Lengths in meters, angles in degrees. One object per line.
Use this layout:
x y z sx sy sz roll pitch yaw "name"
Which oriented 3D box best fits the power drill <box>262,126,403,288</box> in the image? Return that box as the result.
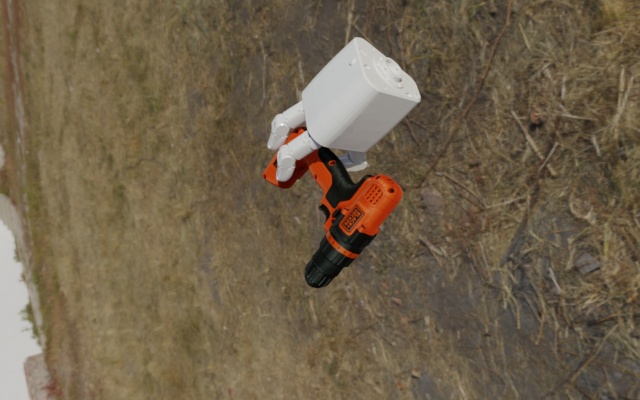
0.000 0.002 0.664 0.187 0.184 0.057 47 19 28 "power drill"
